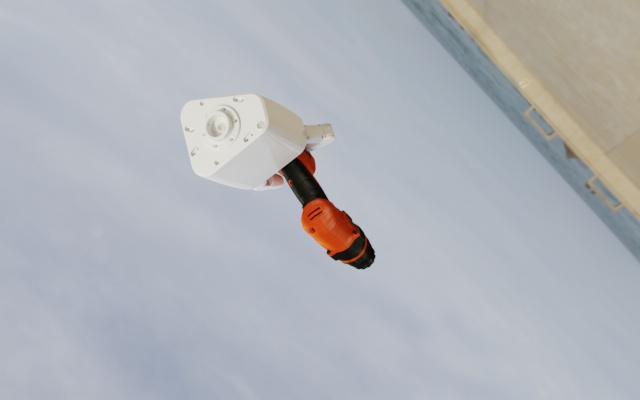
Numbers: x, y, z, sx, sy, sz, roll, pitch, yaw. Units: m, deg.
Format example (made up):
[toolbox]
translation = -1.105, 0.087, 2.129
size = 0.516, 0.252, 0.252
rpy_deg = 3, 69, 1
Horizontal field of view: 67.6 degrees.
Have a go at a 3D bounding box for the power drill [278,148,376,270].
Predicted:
[power drill]
translation = 0.000, 0.002, 0.653
size = 0.057, 0.187, 0.184
rpy_deg = -37, -33, 4
